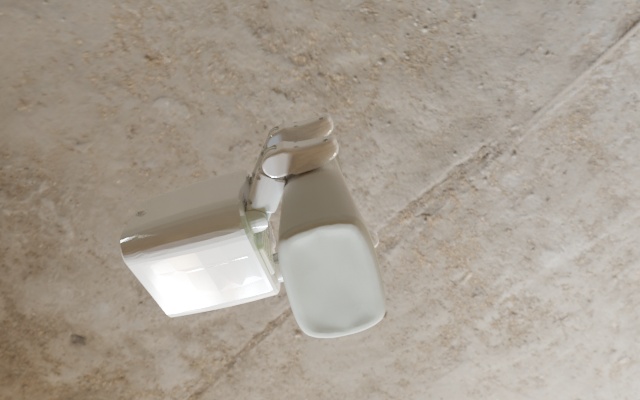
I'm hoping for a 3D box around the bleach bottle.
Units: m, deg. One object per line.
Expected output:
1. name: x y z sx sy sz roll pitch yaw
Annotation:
1. bleach bottle: 0.000 0.001 0.436 0.068 0.103 0.250 -13 26 2
